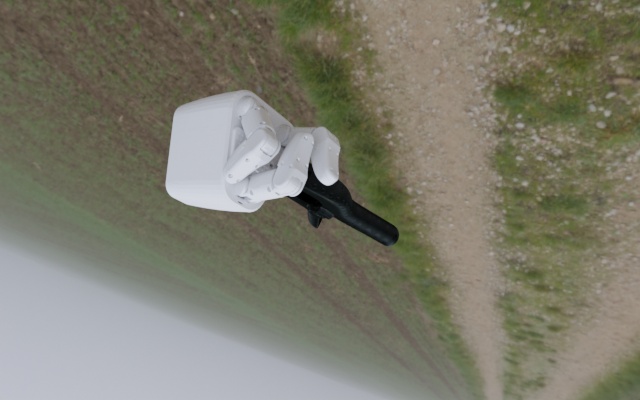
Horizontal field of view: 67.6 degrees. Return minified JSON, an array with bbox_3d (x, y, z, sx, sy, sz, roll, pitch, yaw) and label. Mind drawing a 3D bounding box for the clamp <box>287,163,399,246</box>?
[{"bbox_3d":[0.000,0.002,0.522,0.120,0.039,0.171,1,-28,40],"label":"clamp"}]
